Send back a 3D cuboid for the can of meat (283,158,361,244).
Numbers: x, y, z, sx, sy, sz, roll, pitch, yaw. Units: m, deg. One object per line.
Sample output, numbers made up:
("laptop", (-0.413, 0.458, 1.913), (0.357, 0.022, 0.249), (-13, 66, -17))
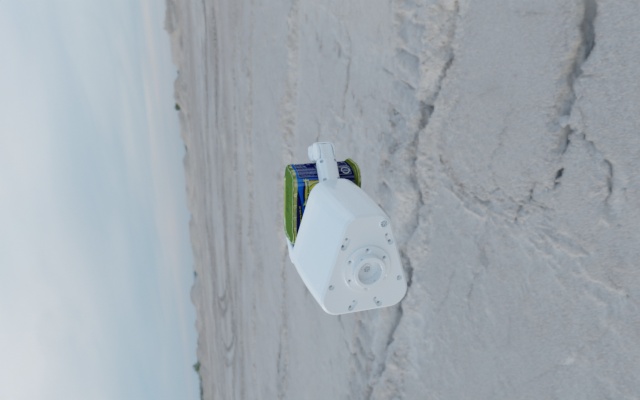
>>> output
("can of meat", (0.000, 0.002, 0.594), (0.084, 0.102, 0.057), (-5, 23, -16))
